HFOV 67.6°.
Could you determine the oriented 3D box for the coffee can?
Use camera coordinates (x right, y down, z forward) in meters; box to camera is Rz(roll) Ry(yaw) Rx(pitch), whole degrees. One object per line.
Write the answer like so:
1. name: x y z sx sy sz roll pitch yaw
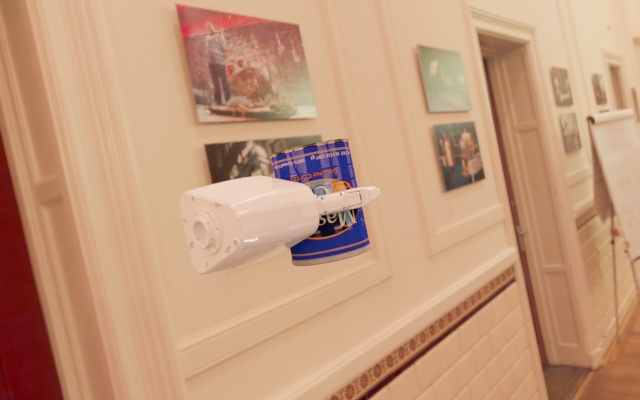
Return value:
1. coffee can: 0.000 0.002 0.603 0.103 0.140 0.103 -12 2 0
